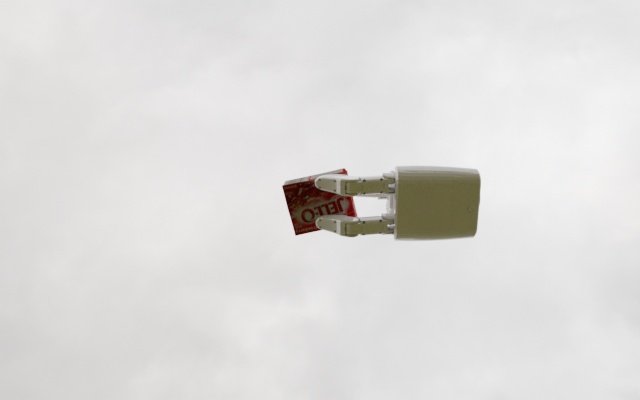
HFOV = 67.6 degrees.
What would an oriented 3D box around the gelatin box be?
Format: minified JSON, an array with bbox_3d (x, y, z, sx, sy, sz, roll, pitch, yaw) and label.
[{"bbox_3d":[0.000,0.002,0.646,0.089,0.073,0.030,-12,15,9],"label":"gelatin box"}]
